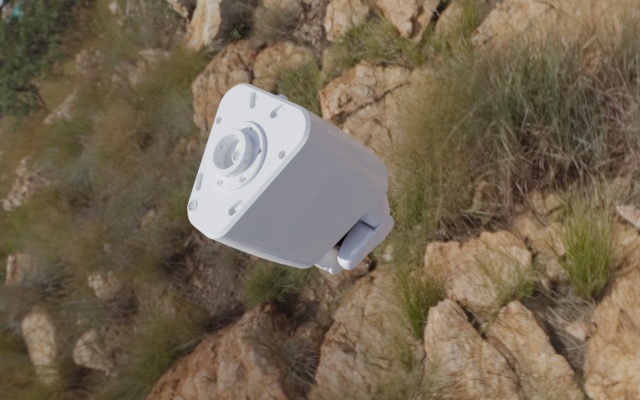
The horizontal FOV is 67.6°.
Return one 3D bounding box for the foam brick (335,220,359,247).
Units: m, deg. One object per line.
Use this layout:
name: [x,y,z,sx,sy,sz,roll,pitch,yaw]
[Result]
foam brick: [0.000,0.001,0.436,0.078,0.053,0.051,30,3,38]
